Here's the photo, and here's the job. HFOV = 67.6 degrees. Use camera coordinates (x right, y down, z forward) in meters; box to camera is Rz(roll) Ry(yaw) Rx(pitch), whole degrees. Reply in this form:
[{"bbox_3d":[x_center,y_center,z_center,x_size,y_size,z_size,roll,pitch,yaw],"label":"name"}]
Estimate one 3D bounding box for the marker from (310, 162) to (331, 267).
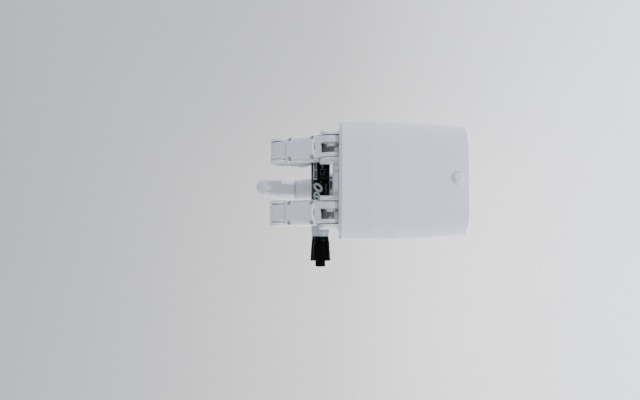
[{"bbox_3d":[0.000,0.001,0.450,0.020,0.121,0.020,0,-3,0],"label":"marker"}]
